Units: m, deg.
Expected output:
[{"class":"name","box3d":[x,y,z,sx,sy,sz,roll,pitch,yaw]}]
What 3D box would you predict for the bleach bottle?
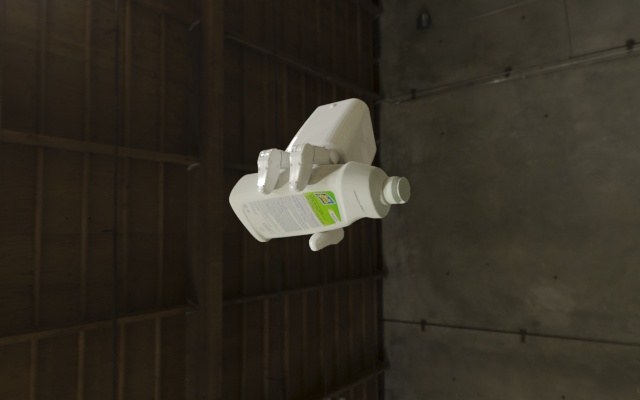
[{"class":"bleach bottle","box3d":[0.000,0.002,0.618,0.251,0.068,0.103,-5,-47,38]}]
